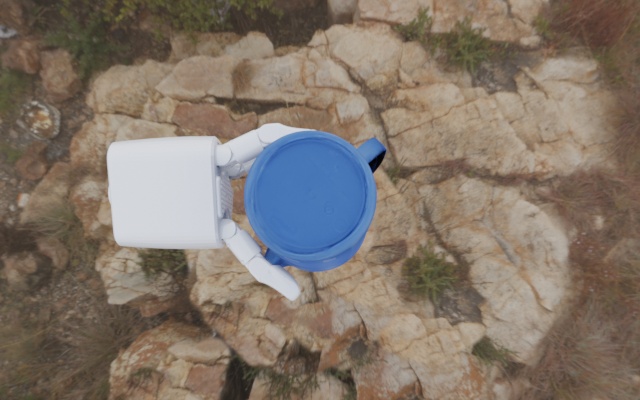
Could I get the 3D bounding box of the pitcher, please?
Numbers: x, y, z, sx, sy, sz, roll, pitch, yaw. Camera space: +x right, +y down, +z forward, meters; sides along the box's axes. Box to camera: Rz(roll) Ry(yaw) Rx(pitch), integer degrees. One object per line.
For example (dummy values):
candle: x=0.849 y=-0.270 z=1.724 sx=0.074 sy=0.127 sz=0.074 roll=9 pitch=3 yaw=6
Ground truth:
pitcher: x=0.000 y=0.002 z=0.496 sx=0.145 sy=0.149 sz=0.243 roll=2 pitch=-7 yaw=0
